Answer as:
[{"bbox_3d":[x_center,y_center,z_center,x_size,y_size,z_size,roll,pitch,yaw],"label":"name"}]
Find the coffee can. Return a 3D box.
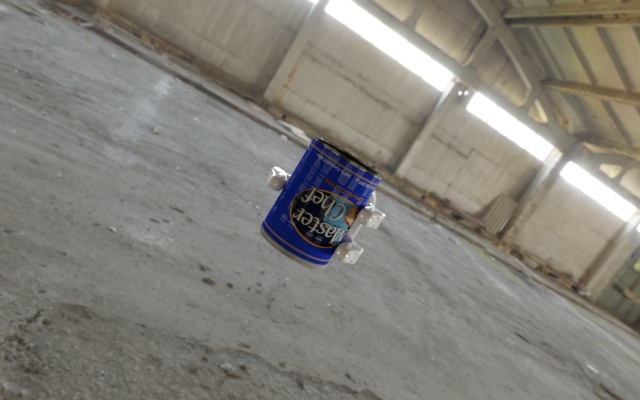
[{"bbox_3d":[0.000,0.002,0.613,0.103,0.140,0.102,31,10,-6],"label":"coffee can"}]
